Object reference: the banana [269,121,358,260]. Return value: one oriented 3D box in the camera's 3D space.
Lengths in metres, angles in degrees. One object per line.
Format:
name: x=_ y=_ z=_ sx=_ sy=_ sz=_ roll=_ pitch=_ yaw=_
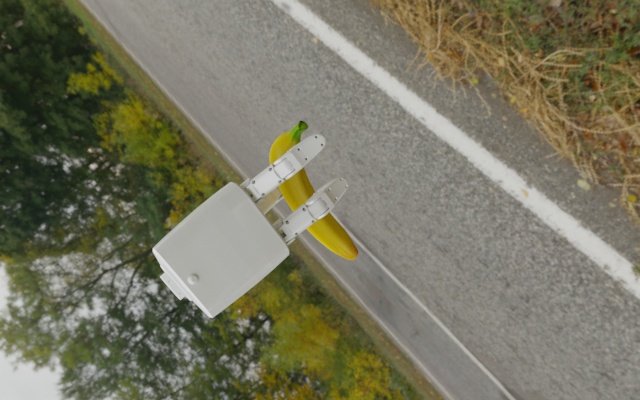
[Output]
banana: x=-0.014 y=-0.004 z=0.568 sx=0.069 sy=0.198 sz=0.037 roll=14 pitch=49 yaw=45
